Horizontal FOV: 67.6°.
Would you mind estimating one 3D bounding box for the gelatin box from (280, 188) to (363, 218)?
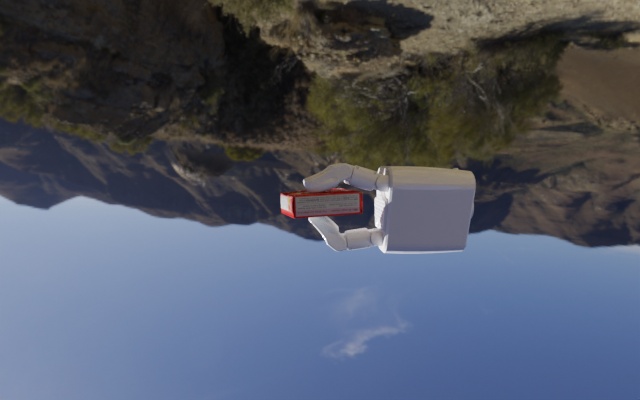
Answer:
[{"bbox_3d":[0.000,0.002,0.600,0.089,0.030,0.073,-4,6,-16],"label":"gelatin box"}]
